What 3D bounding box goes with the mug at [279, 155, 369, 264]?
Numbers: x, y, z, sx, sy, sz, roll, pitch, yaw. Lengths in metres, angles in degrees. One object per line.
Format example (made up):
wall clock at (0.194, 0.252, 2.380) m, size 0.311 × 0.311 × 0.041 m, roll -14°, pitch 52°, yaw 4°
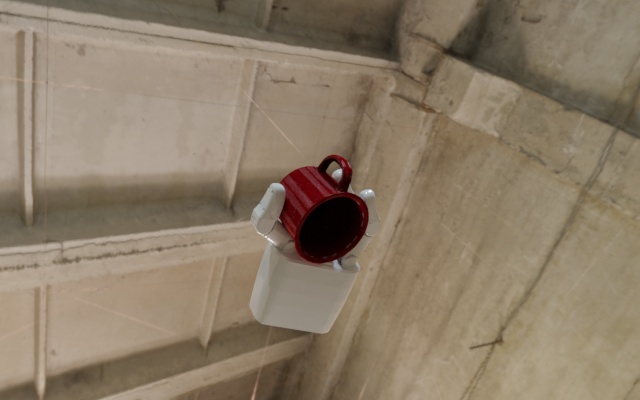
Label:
mug at (0.000, 0.000, 0.549) m, size 0.093 × 0.117 × 0.081 m, roll 7°, pitch 26°, yaw -34°
